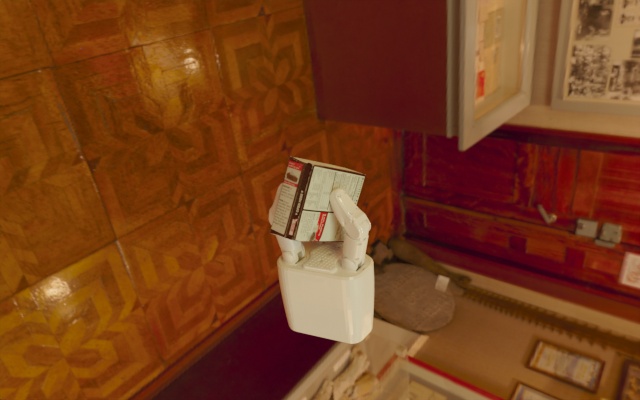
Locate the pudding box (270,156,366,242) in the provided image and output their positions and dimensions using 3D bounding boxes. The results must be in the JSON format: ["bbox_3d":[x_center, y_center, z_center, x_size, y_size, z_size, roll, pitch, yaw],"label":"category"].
[{"bbox_3d":[0.000,0.002,0.557,0.039,0.090,0.113,19,7,34],"label":"pudding box"}]
